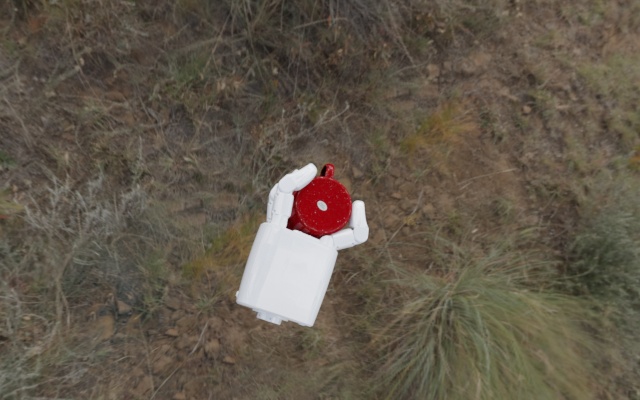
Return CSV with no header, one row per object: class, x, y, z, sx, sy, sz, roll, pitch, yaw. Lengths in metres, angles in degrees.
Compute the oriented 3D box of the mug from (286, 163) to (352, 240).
mug,0.001,0.001,0.685,0.093,0.117,0.081,19,-15,-8
